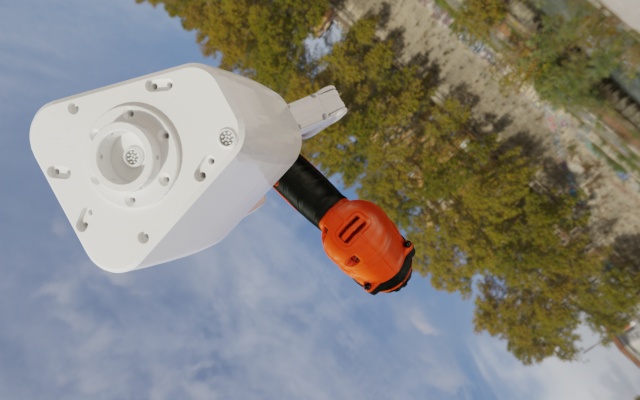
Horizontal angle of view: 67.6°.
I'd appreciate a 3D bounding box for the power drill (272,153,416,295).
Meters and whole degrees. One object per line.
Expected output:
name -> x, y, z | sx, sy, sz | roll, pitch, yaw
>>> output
power drill -> 0.000, 0.001, 0.402 | 0.187, 0.057, 0.184 | 42, -4, 23
